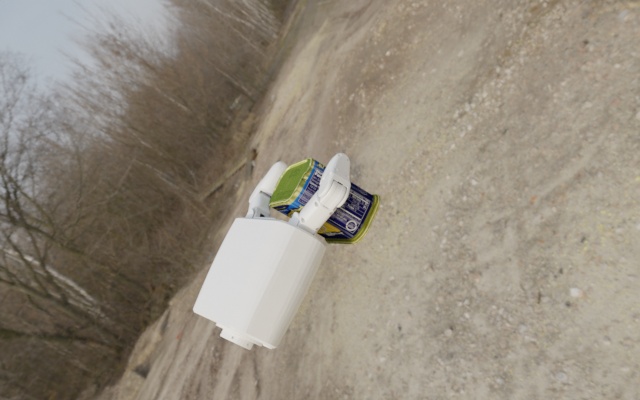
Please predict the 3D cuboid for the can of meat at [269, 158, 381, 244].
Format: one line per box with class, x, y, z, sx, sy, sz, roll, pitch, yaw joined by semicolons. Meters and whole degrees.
can of meat;0.000;0.001;0.501;0.084;0.057;0.102;30;-14;-17
